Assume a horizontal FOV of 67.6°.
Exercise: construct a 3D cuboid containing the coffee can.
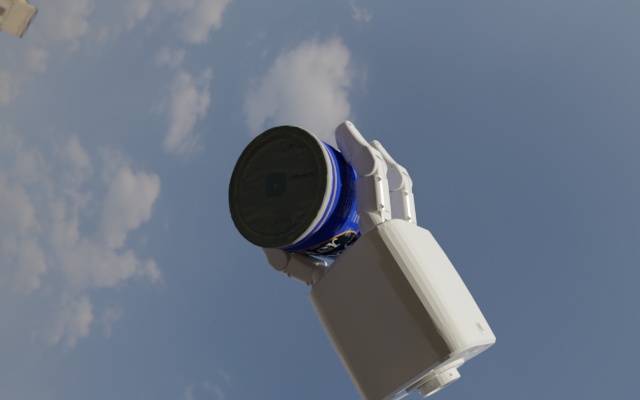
[{"bbox_3d":[0.000,0.001,0.443,0.103,0.103,0.140,0,-12,33],"label":"coffee can"}]
